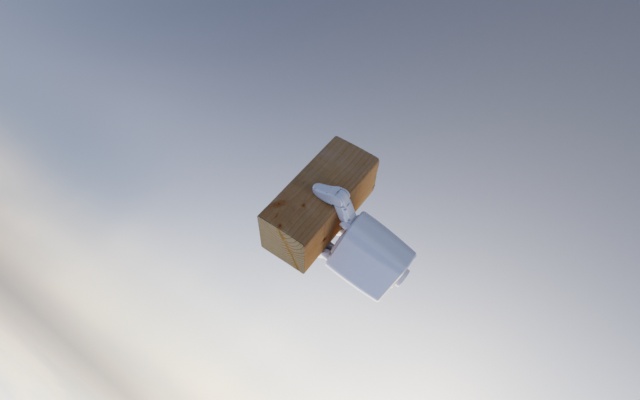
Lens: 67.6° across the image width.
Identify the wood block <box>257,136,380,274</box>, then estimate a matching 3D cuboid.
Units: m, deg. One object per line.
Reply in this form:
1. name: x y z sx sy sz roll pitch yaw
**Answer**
1. wood block: 0.000 0.003 0.775 0.090 0.206 0.091 31 -32 19
